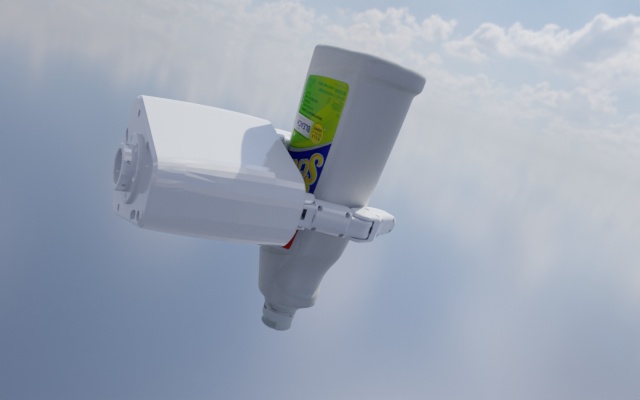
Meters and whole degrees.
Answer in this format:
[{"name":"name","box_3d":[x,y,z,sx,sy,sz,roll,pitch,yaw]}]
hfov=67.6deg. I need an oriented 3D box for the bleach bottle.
[{"name":"bleach bottle","box_3d":[0.000,0.001,0.410,0.068,0.251,0.102,9,17,-34]}]
